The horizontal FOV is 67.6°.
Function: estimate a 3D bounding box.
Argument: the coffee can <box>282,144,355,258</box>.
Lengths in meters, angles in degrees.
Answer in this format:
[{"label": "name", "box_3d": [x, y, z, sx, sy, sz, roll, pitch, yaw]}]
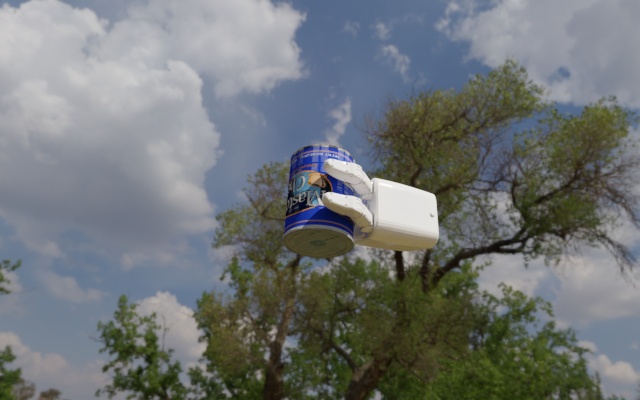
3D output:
[{"label": "coffee can", "box_3d": [0.000, 0.002, 0.715, 0.103, 0.140, 0.103, 2, -29, 1]}]
